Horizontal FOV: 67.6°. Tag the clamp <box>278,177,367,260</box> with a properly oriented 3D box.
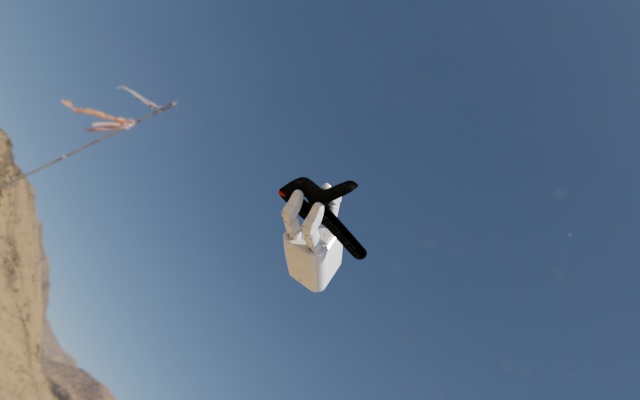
[{"bbox_3d":[0.000,0.002,0.870,0.210,0.165,0.036,30,50,34],"label":"clamp"}]
